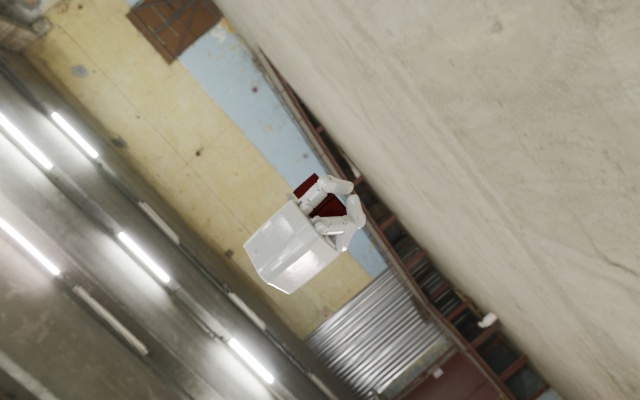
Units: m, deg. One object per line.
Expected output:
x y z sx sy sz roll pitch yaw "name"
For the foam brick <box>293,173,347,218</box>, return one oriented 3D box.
0.000 0.002 0.781 0.053 0.051 0.078 47 2 -42 "foam brick"
